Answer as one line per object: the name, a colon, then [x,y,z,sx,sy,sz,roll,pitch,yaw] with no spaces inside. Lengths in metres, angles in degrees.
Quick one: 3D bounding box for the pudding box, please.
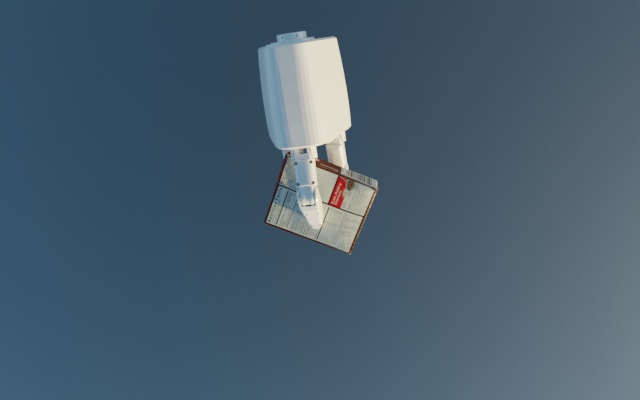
pudding box: [0.000,0.002,0.563,0.113,0.090,0.039,21,18,0]
